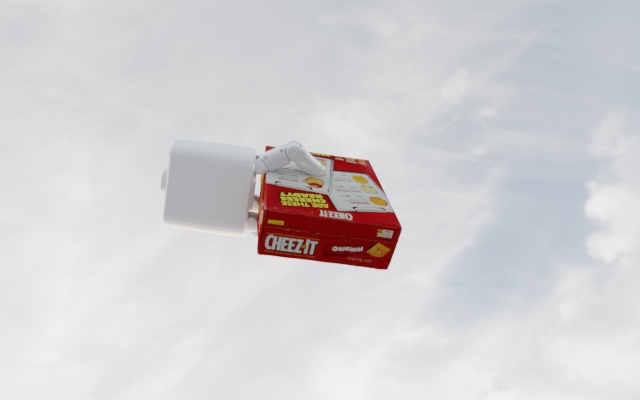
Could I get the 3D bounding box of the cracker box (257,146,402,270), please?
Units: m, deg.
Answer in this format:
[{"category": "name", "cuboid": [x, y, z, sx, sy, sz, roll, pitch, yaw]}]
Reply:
[{"category": "cracker box", "cuboid": [0.000, 0.002, 0.645, 0.164, 0.072, 0.213, 8, 26, -10]}]
